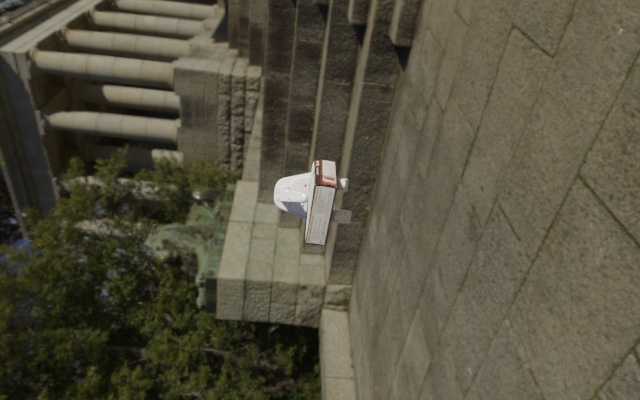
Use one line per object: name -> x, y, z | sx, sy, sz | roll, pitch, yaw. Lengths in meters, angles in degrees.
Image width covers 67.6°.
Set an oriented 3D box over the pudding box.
pudding box -> 0.000, 0.002, 0.770 | 0.039, 0.114, 0.090 | 5, 31, -5
